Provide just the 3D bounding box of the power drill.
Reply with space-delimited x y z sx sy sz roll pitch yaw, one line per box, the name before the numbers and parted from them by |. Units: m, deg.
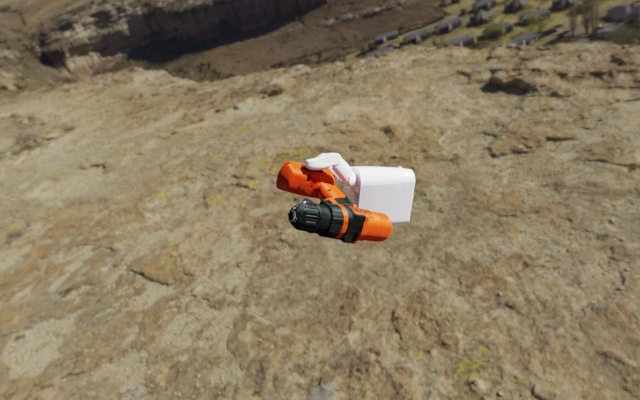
power drill | 0.000 0.002 0.764 0.184 0.057 0.187 12 22 -37
